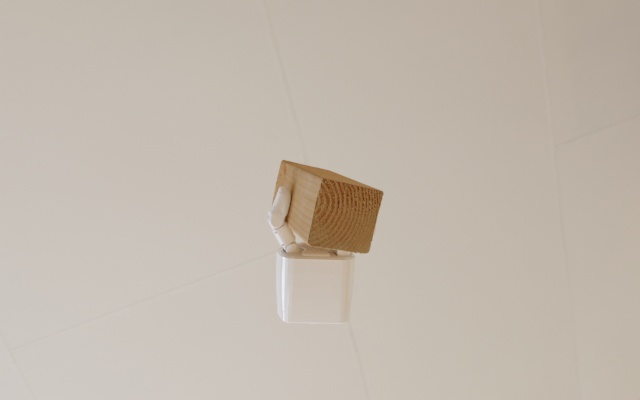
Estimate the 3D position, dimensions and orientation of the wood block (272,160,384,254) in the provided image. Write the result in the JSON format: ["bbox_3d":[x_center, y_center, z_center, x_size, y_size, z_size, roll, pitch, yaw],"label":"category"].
[{"bbox_3d":[0.000,0.003,0.707,0.091,0.090,0.206,10,7,-21],"label":"wood block"}]
